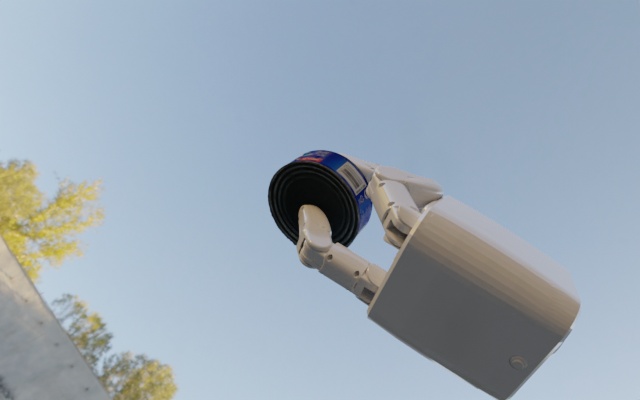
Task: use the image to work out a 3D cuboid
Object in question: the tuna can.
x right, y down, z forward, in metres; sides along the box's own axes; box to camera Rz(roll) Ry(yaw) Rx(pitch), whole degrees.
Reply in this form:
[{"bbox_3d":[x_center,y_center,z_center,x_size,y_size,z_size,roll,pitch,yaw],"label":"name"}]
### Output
[{"bbox_3d":[0.000,0.001,0.406,0.086,0.086,0.033,0,24,31],"label":"tuna can"}]
